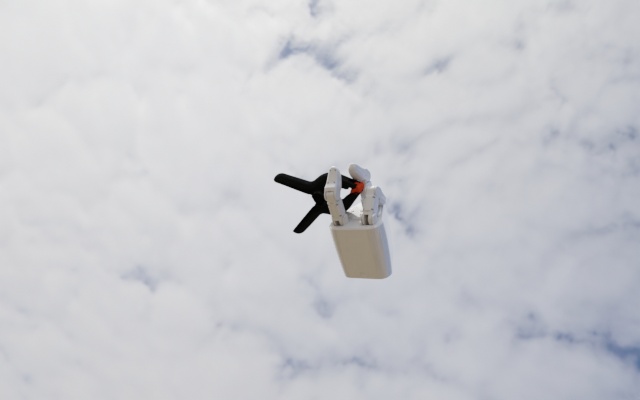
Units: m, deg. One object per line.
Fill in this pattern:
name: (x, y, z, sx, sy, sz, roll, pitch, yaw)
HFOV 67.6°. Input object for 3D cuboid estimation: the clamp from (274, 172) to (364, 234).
clamp: (0.001, 0.002, 0.868, 0.171, 0.120, 0.039, -2, 25, 30)
